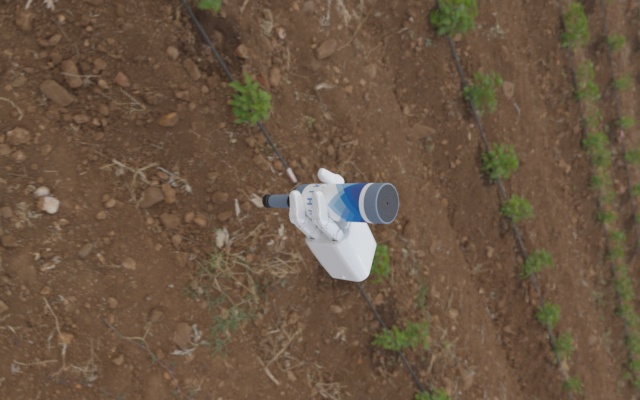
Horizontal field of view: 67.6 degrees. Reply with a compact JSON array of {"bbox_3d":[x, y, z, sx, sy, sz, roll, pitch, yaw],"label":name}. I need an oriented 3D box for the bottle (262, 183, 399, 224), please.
[{"bbox_3d":[0.000,0.003,0.870,0.295,0.069,0.069,1,1,42],"label":"bottle"}]
